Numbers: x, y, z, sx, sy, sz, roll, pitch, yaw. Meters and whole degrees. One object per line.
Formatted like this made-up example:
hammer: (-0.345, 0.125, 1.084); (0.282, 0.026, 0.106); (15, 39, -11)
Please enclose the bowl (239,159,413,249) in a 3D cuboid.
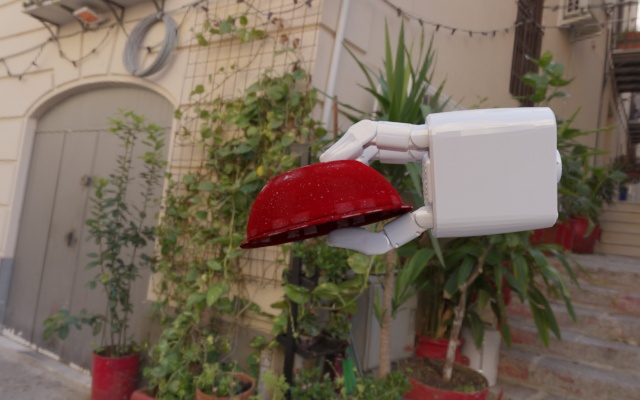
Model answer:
bowl: (-0.001, 0.001, 0.443); (0.162, 0.055, 0.162); (-13, -7, -2)
